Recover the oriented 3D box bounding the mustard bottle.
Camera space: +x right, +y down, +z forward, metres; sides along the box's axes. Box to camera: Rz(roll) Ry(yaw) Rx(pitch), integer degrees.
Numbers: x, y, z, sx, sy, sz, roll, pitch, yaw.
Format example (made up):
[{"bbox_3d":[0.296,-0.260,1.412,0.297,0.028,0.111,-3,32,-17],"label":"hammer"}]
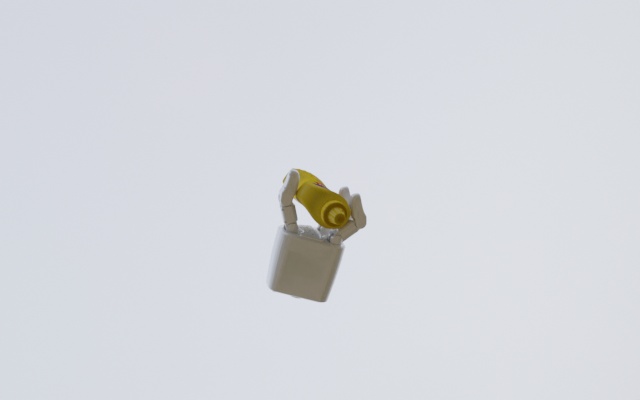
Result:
[{"bbox_3d":[0.000,0.002,0.796,0.096,0.058,0.191,38,2,-24],"label":"mustard bottle"}]
